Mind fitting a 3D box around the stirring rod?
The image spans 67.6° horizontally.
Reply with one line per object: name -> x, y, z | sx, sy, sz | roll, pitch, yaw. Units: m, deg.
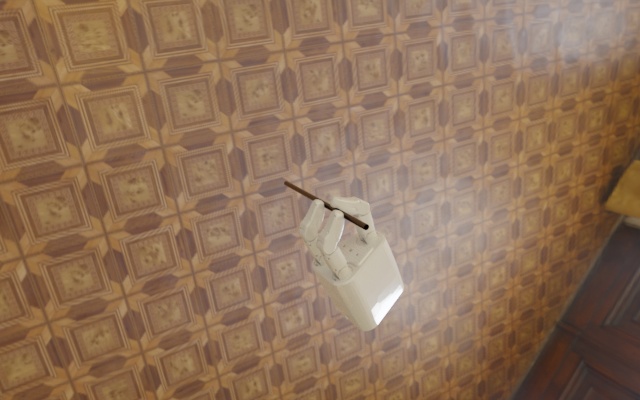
stirring rod -> 0.000, 0.002, 0.700 | 0.011, 0.011, 0.239 | 0, 15, -30
